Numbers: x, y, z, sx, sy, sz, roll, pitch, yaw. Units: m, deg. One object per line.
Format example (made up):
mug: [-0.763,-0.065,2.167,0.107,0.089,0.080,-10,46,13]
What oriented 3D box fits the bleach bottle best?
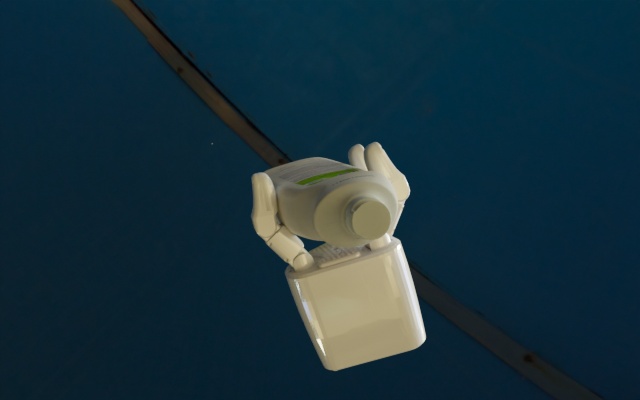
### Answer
bleach bottle: [0.000,0.001,0.451,0.102,0.068,0.251,-19,11,-10]
